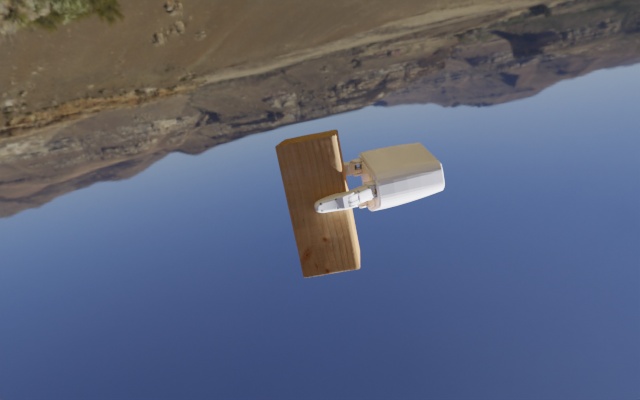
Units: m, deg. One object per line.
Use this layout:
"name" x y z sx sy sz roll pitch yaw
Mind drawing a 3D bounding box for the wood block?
"wood block" 0.001 0.003 0.744 0.090 0.206 0.090 -10 13 7
